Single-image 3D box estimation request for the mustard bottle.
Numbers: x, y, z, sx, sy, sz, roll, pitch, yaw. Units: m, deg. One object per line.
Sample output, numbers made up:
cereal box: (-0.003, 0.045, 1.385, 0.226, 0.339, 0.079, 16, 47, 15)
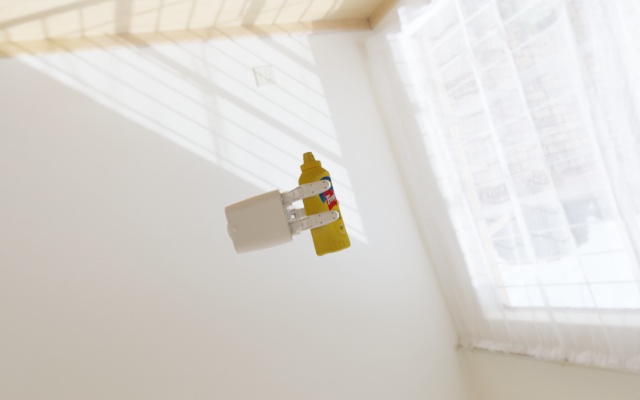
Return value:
mustard bottle: (0.001, 0.003, 0.882, 0.058, 0.191, 0.096, -18, -5, 24)
